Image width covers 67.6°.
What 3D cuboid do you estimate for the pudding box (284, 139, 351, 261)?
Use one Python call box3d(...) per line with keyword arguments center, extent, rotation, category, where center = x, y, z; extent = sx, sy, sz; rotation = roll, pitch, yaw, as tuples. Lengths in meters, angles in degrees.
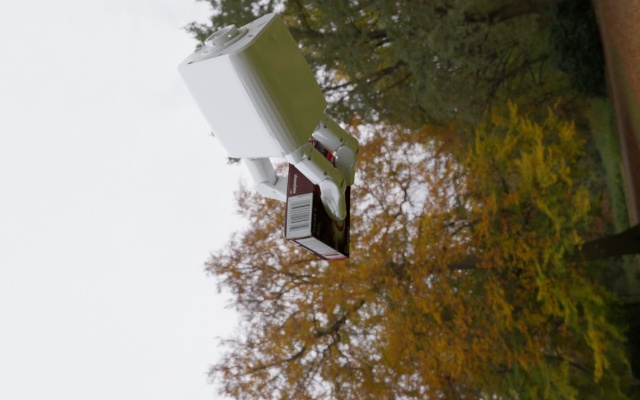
box3d(center=(0.000, 0.002, 0.534), extent=(0.039, 0.113, 0.090), rotation=(-8, -24, 29), category="pudding box")
